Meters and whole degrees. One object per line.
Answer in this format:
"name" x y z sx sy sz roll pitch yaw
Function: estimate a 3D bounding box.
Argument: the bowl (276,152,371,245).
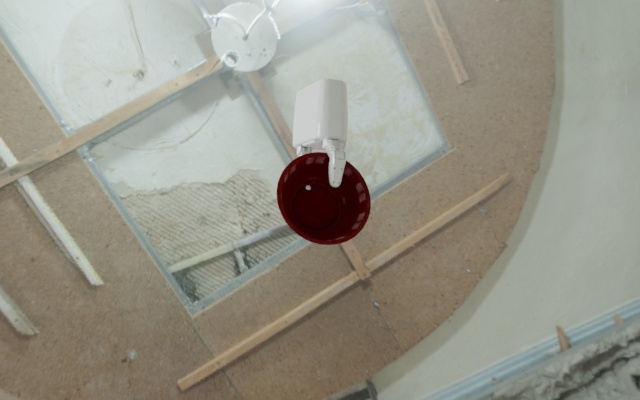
"bowl" 0.000 0.004 0.803 0.162 0.162 0.055 0 -19 -18
